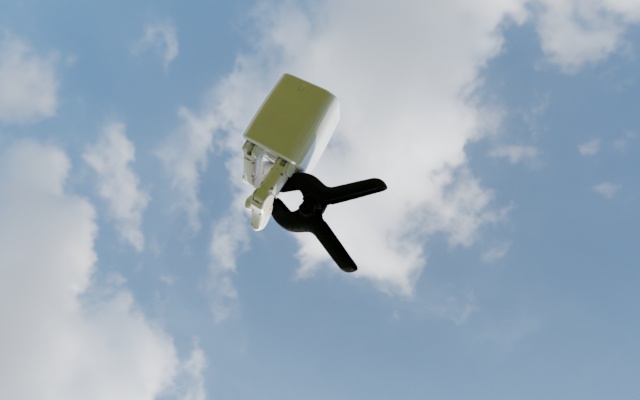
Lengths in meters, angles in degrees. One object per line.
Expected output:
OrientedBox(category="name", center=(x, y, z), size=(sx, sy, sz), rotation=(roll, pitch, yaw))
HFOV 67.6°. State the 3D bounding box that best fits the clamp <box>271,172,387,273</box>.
OrientedBox(category="clamp", center=(0.000, 0.002, 0.613), size=(0.171, 0.120, 0.039), rotation=(29, -4, 23))
